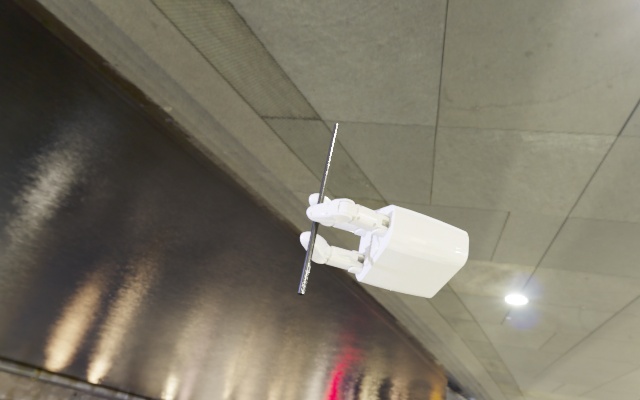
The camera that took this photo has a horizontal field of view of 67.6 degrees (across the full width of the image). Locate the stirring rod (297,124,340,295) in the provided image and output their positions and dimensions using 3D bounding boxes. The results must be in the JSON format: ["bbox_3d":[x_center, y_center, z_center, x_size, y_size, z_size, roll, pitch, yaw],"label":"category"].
[{"bbox_3d":[0.000,0.002,0.596,0.011,0.239,0.011,10,-27,5],"label":"stirring rod"}]
